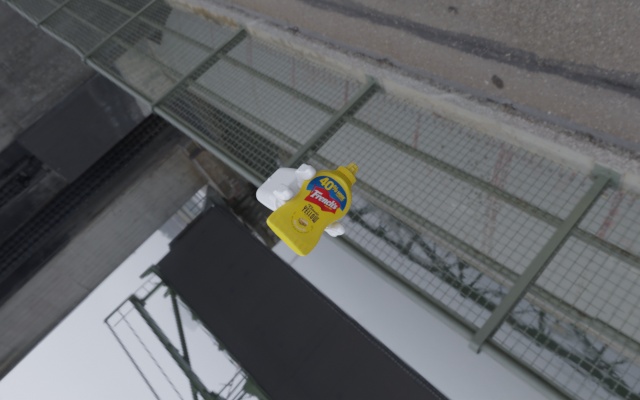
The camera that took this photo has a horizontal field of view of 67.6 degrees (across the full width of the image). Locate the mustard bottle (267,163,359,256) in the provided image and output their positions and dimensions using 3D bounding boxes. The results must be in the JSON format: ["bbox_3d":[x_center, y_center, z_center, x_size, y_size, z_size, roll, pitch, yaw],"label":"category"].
[{"bbox_3d":[0.000,0.003,0.867,0.191,0.096,0.058,-46,3,-13],"label":"mustard bottle"}]
